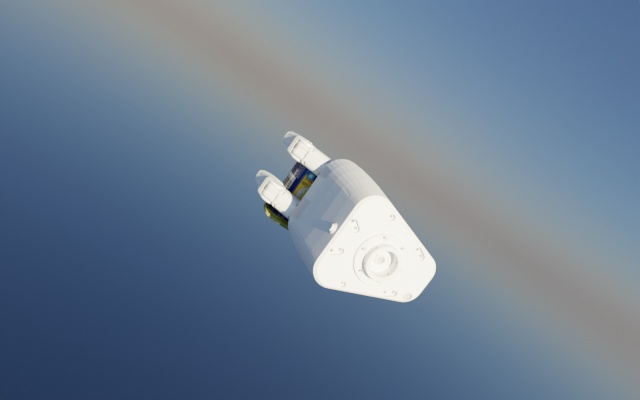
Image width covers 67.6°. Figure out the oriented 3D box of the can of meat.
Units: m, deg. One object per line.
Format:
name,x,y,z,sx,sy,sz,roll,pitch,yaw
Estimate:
can of meat,0.000,0.002,0.550,0.102,0.084,0.057,33,9,-19
